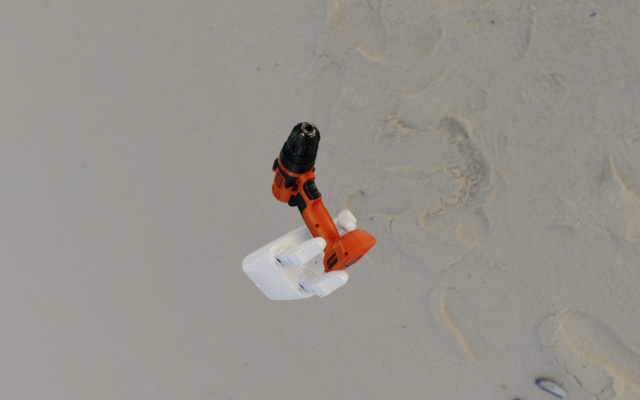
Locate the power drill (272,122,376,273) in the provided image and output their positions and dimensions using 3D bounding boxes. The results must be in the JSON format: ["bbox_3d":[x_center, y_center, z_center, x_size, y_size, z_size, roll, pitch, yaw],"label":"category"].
[{"bbox_3d":[0.000,0.003,0.669,0.057,0.187,0.184,-25,-17,-23],"label":"power drill"}]
